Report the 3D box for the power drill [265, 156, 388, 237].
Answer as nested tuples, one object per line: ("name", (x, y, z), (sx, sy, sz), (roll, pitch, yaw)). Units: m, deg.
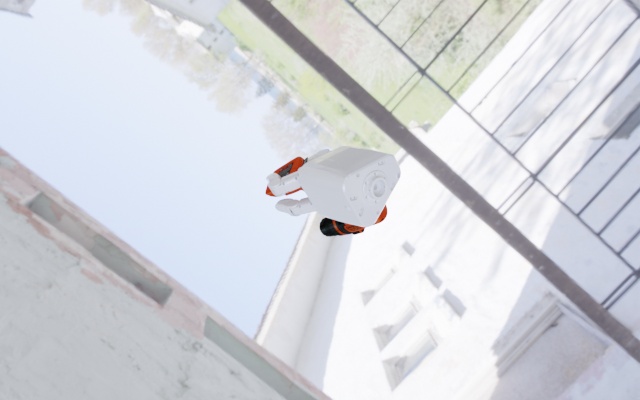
("power drill", (0.000, 0.003, 0.849), (0.188, 0.057, 0.184), (28, -28, -23))
